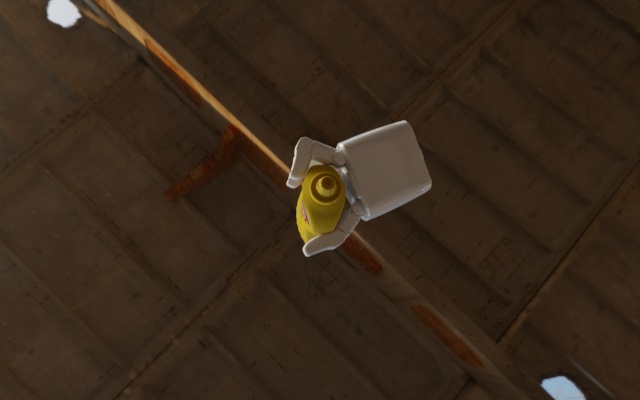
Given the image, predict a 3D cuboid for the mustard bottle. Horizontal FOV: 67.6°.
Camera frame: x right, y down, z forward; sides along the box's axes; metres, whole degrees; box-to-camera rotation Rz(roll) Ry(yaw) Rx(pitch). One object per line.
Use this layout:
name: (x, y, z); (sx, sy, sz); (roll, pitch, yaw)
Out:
mustard bottle: (0.000, 0.002, 0.673); (0.058, 0.096, 0.192); (2, -14, -6)
